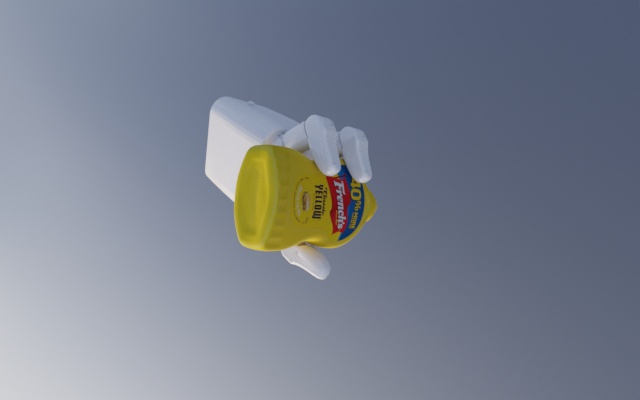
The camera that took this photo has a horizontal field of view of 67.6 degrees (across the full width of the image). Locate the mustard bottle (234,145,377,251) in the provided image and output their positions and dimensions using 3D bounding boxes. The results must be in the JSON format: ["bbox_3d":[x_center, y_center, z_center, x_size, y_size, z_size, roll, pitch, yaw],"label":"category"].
[{"bbox_3d":[0.000,0.002,0.497,0.058,0.096,0.191,4,-1,39],"label":"mustard bottle"}]
